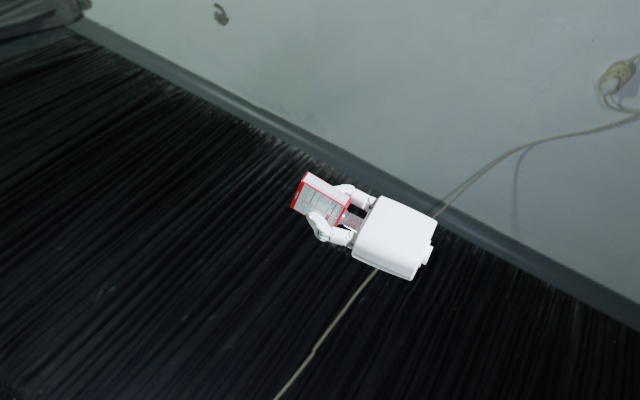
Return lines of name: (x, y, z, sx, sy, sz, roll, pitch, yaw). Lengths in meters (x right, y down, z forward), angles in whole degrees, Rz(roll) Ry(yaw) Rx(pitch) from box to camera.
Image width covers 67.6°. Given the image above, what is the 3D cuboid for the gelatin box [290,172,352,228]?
gelatin box: (0.000, 0.003, 0.813, 0.089, 0.030, 0.073, 30, -42, 3)
